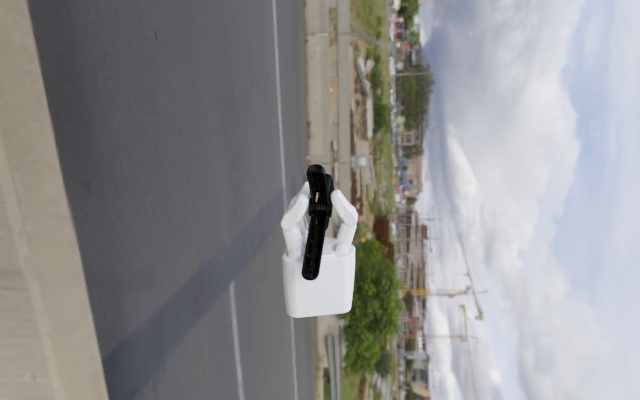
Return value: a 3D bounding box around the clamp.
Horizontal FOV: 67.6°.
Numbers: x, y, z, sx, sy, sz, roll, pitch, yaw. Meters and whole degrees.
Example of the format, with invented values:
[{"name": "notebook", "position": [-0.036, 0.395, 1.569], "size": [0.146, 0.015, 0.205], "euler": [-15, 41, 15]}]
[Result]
[{"name": "clamp", "position": [0.001, 0.002, 0.731], "size": [0.036, 0.165, 0.210], "euler": [6, 22, 5]}]
